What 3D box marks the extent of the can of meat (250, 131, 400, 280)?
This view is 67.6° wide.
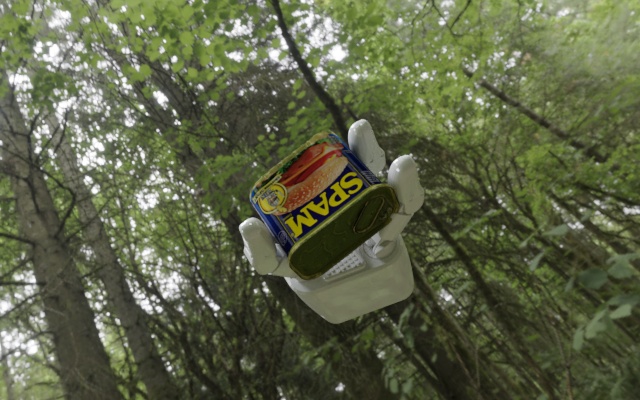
[{"bbox_3d":[0.000,0.001,0.404,0.102,0.084,0.057,-37,-36,-1],"label":"can of meat"}]
